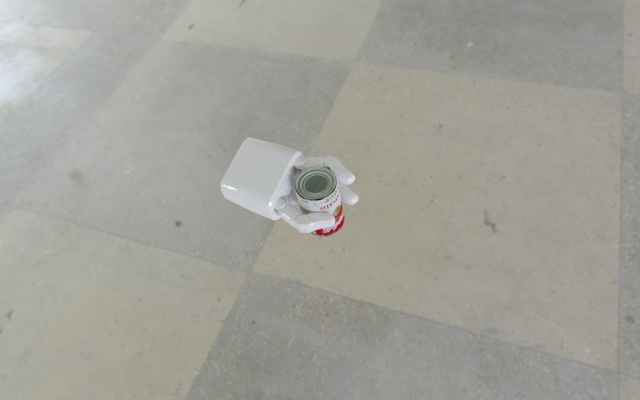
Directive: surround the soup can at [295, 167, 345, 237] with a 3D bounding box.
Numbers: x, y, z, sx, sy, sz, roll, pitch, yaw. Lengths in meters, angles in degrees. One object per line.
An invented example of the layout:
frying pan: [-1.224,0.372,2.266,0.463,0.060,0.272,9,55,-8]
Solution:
soup can: [0.000,0.003,0.769,0.068,0.068,0.102,0,-37,11]
